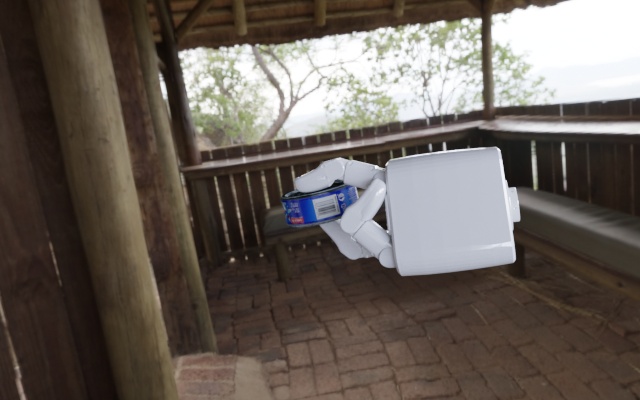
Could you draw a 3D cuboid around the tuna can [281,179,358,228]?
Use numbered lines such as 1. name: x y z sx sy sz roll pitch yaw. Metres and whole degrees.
1. tuna can: 0.000 0.001 0.530 0.086 0.034 0.086 -13 8 2
